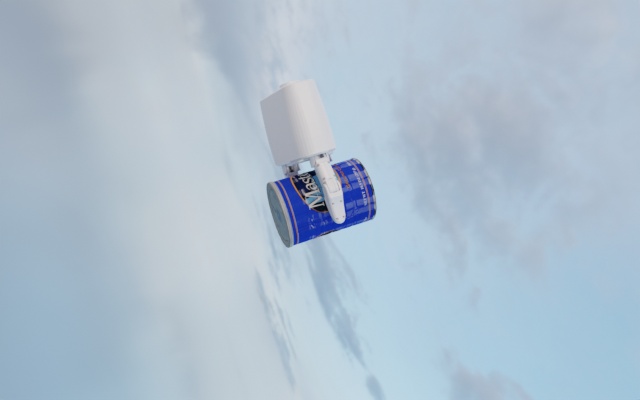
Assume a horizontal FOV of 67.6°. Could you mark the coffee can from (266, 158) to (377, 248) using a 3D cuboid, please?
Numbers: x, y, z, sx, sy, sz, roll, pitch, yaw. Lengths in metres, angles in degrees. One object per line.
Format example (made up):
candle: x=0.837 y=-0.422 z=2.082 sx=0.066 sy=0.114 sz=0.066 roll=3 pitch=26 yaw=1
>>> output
coffee can: x=0.000 y=0.003 z=0.729 sx=0.140 sy=0.103 sz=0.103 roll=-17 pitch=5 yaw=-15
